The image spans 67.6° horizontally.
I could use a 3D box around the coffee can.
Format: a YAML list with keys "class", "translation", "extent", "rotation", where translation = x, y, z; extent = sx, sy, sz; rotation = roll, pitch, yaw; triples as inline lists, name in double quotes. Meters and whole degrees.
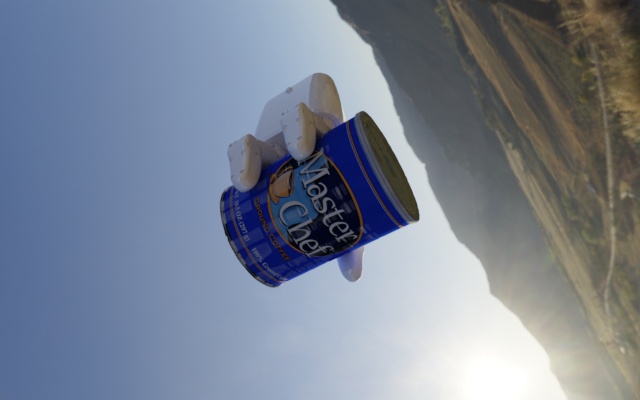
- class: "coffee can"
  translation: [0.000, 0.001, 0.415]
  extent: [0.140, 0.103, 0.103]
  rotation: [-27, -9, 17]
